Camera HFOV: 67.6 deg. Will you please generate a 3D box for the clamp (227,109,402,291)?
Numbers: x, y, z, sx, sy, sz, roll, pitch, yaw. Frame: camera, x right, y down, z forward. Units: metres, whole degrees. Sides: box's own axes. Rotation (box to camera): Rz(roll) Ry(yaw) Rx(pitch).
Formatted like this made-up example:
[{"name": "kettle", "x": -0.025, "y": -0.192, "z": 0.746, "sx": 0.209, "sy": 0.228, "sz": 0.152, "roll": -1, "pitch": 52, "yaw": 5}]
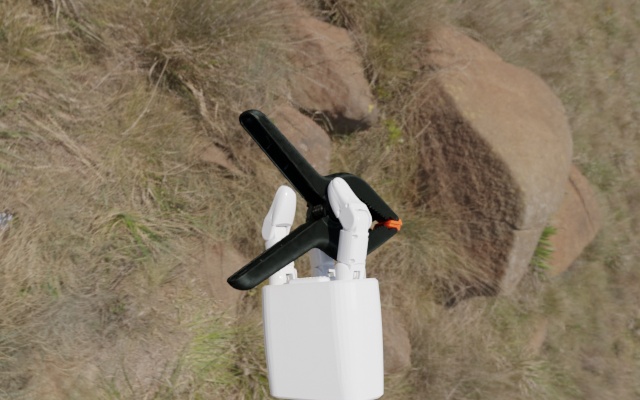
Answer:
[{"name": "clamp", "x": 0.001, "y": 0.002, "z": 0.478, "sx": 0.210, "sy": 0.164, "sz": 0.036, "roll": 5, "pitch": -12, "yaw": -39}]
